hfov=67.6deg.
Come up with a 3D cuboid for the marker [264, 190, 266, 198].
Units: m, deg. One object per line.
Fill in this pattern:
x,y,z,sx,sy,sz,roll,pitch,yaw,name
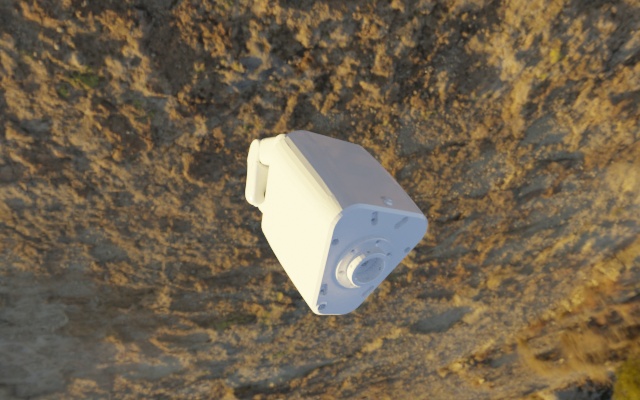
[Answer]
0.000,0.002,0.464,0.121,0.020,0.020,9,-5,-35,marker
